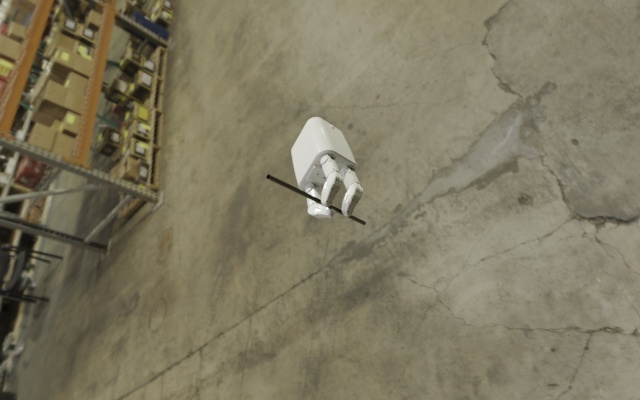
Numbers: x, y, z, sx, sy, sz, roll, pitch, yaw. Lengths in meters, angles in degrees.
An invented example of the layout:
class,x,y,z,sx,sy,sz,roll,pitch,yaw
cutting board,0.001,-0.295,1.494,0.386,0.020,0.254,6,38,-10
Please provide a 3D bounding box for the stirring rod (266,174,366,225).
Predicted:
class,x,y,z,sx,sy,sz,roll,pitch,yaw
stirring rod,0.000,0.003,0.839,0.239,0.011,0.011,26,-17,-39
